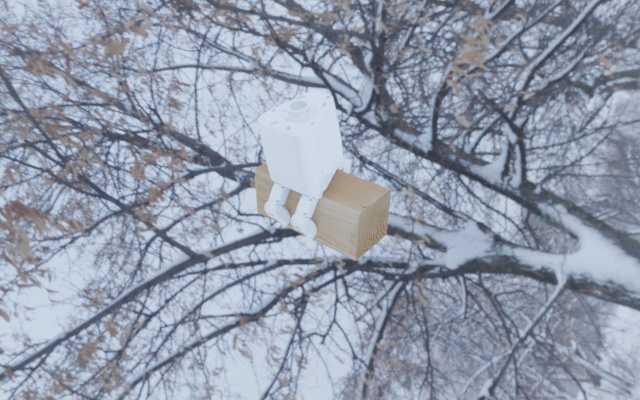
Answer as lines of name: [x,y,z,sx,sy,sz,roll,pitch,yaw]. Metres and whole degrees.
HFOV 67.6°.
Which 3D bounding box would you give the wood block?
wood block: [0.000,0.002,0.773,0.206,0.090,0.090,24,39,31]
